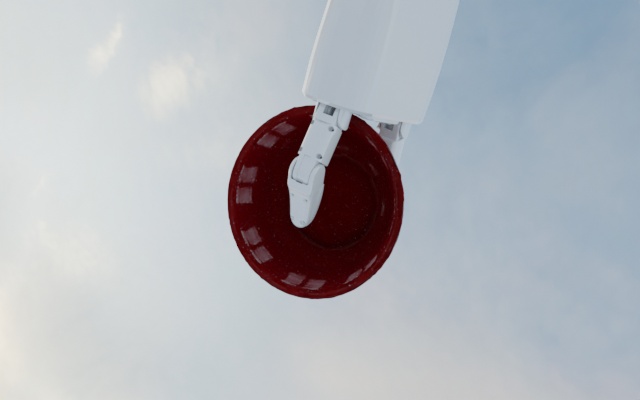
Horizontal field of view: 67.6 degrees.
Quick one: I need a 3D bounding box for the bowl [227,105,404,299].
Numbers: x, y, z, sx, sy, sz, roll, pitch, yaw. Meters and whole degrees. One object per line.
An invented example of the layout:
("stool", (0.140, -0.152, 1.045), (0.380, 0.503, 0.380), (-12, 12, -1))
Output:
("bowl", (0.000, 0.002, 0.420), (0.162, 0.162, 0.055), (0, 0, 24))
